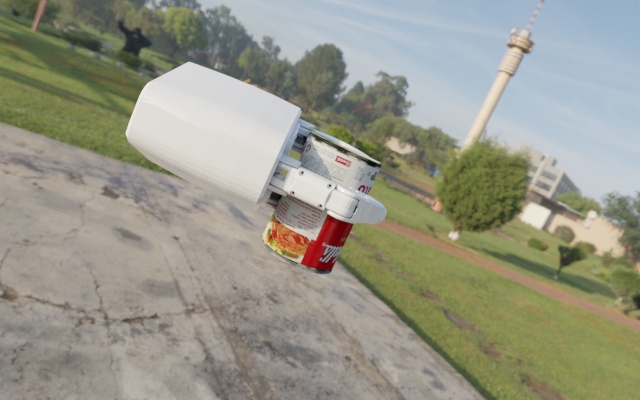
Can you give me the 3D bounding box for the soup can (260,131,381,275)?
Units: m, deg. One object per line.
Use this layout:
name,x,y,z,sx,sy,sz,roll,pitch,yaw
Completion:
soup can,0.001,0.001,0.404,0.068,0.102,0.068,24,9,-4
